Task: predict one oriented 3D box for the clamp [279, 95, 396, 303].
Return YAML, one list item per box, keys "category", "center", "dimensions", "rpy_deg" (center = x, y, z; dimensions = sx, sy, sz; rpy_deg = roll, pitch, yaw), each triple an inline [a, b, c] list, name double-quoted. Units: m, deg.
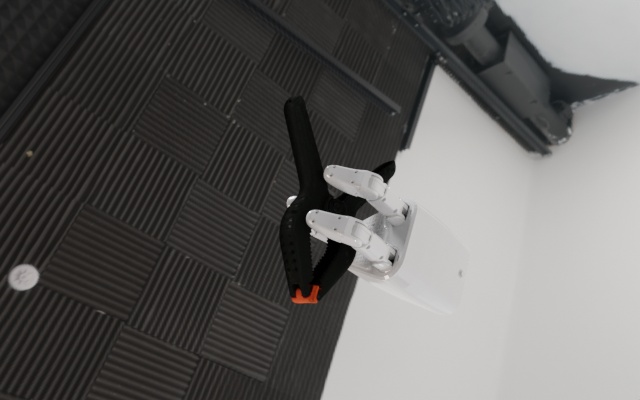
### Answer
- category: "clamp"
  center: [0.000, 0.002, 0.506]
  dimensions: [0.165, 0.210, 0.036]
  rpy_deg: [35, -30, -28]
